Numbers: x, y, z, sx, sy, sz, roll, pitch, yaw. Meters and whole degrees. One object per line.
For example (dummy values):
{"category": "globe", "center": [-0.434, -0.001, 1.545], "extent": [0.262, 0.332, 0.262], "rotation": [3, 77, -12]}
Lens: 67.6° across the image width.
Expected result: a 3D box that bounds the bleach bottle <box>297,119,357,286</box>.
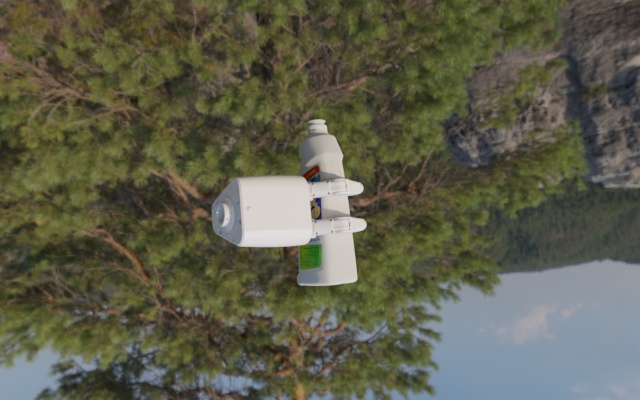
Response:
{"category": "bleach bottle", "center": [0.000, 0.002, 0.740], "extent": [0.068, 0.251, 0.102], "rotation": [-1, -7, -34]}
